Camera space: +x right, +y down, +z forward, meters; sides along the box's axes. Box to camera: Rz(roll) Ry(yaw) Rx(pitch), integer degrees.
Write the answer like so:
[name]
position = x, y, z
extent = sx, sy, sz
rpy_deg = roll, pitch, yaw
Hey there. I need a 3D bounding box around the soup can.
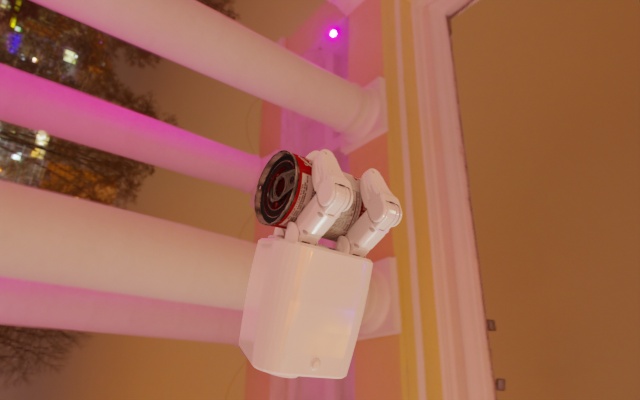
[soup can]
position = 0.000, 0.001, 0.442
extent = 0.102, 0.068, 0.068
rpy_deg = 18, -10, -33
